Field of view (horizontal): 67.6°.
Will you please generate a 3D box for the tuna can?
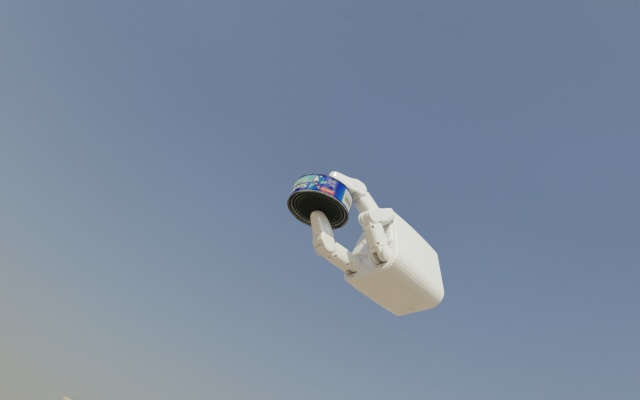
[{"bbox_3d":[0.000,0.002,0.653,0.086,0.033,0.086,13,-35,9],"label":"tuna can"}]
